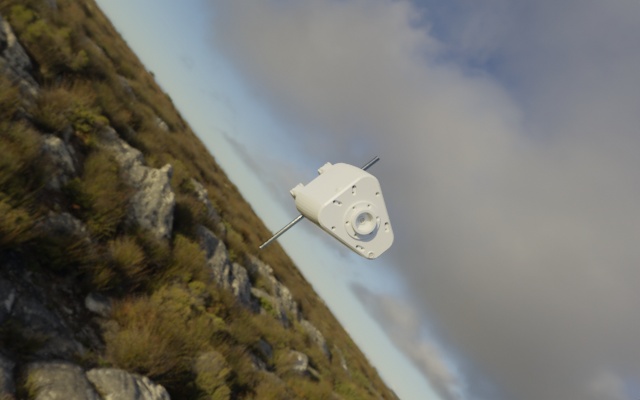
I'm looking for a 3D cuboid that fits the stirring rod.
[{"bbox_3d":[0.000,0.003,0.769,0.239,0.011,0.011,-37,5,-7],"label":"stirring rod"}]
